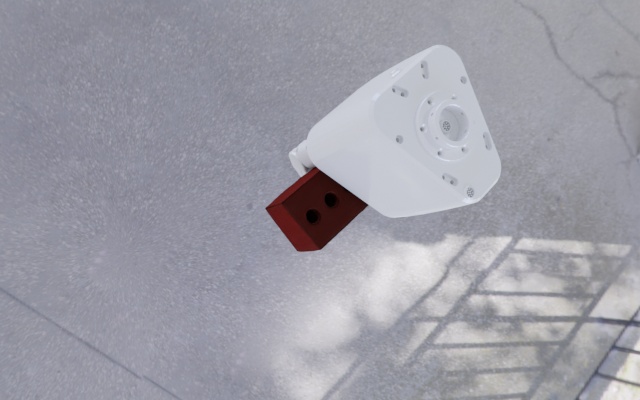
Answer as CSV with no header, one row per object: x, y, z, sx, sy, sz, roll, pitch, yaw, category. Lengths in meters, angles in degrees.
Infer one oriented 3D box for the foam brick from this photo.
0.000,0.002,0.426,0.078,0.053,0.051,-42,12,-20,foam brick
